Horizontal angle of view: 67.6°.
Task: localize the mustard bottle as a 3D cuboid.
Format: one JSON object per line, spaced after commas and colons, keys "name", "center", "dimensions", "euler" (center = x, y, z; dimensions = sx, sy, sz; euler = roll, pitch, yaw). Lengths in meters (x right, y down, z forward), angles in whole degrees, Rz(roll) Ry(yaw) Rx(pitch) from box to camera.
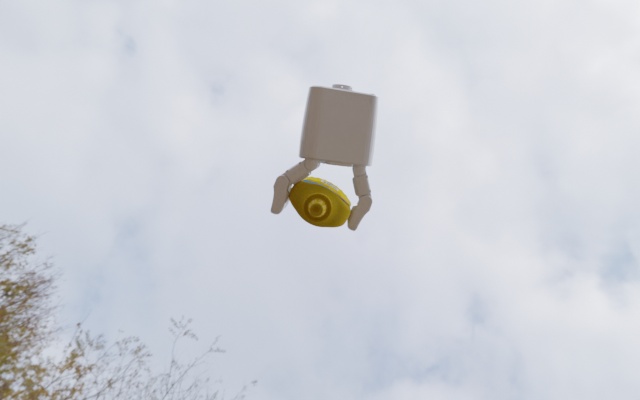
{"name": "mustard bottle", "center": [0.000, 0.003, 0.731], "dimensions": [0.096, 0.058, 0.191], "euler": [31, 6, 0]}
